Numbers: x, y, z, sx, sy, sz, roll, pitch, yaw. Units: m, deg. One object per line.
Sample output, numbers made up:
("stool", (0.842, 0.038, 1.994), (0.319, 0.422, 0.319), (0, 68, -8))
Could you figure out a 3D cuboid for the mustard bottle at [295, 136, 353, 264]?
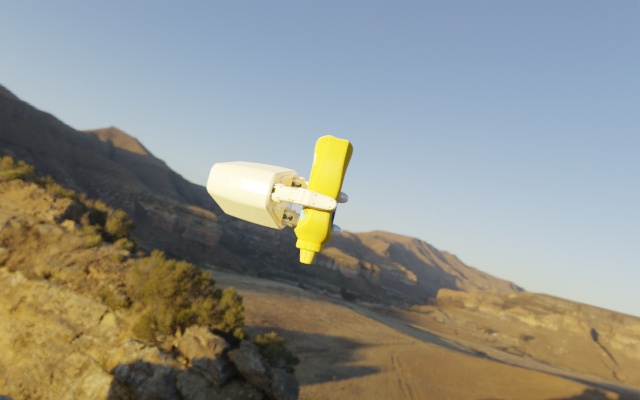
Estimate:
("mustard bottle", (0.001, 0.002, 0.734), (0.058, 0.191, 0.096), (15, -6, -6))
